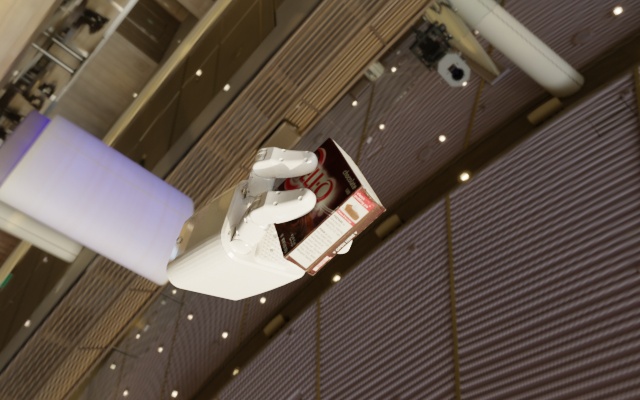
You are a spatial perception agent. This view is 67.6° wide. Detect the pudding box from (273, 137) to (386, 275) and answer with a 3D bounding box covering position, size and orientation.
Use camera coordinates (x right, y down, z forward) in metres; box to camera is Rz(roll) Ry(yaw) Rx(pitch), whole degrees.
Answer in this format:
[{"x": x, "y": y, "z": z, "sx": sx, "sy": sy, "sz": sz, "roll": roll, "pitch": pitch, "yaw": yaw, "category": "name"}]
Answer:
[{"x": 0.000, "y": 0.002, "z": 0.437, "sx": 0.039, "sy": 0.090, "sz": 0.113, "roll": 39, "pitch": 13, "yaw": -31, "category": "pudding box"}]
